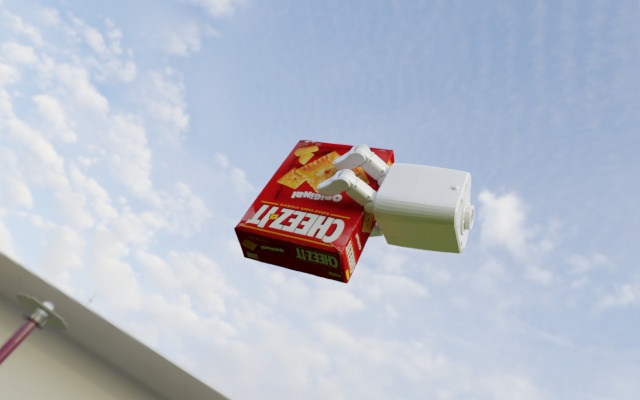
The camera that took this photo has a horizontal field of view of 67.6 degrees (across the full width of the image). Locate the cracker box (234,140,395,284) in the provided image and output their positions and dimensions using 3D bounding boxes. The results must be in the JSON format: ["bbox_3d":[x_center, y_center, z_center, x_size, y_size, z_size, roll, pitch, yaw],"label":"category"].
[{"bbox_3d":[0.000,0.002,0.698,0.164,0.072,0.213,10,46,24],"label":"cracker box"}]
